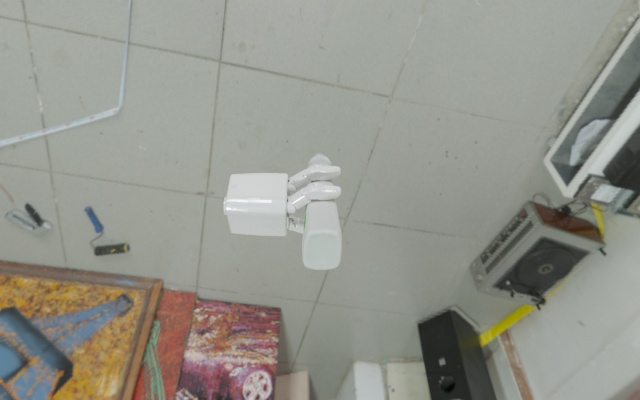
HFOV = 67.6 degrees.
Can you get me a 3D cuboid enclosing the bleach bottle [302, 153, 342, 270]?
[{"bbox_3d":[0.000,0.003,0.896,0.068,0.103,0.250,1,41,-3],"label":"bleach bottle"}]
